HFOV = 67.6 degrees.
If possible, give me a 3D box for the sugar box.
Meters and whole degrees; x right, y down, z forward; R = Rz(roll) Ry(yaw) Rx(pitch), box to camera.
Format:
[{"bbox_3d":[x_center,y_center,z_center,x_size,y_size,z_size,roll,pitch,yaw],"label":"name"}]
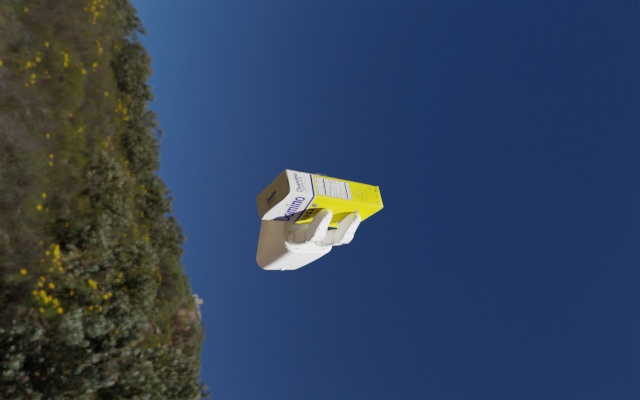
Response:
[{"bbox_3d":[0.000,0.003,0.740,0.176,0.048,0.093,5,-29,-35],"label":"sugar box"}]
